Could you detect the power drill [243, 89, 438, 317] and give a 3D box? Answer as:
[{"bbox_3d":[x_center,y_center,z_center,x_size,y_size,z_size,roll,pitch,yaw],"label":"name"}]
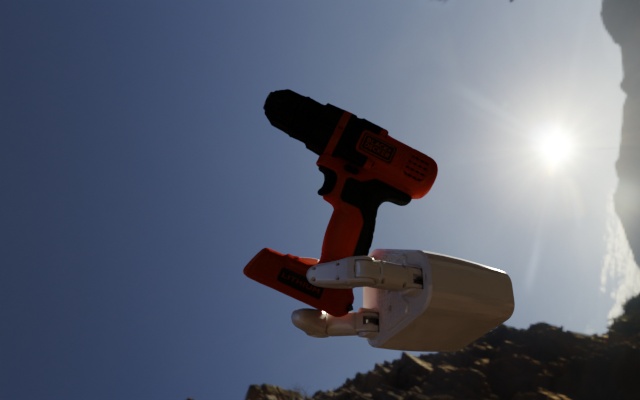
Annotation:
[{"bbox_3d":[0.000,0.002,0.460,0.184,0.187,0.057,26,-9,0],"label":"power drill"}]
